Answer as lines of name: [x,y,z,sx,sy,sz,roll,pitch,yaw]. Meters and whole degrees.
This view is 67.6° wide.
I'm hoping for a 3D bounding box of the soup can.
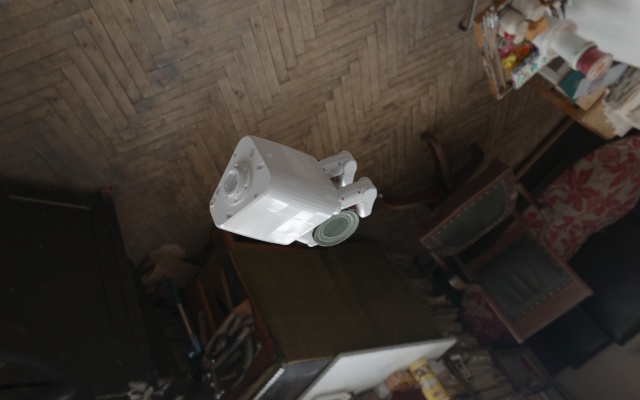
soup can: [0.000,0.003,0.641,0.068,0.068,0.102,0,42,-34]
